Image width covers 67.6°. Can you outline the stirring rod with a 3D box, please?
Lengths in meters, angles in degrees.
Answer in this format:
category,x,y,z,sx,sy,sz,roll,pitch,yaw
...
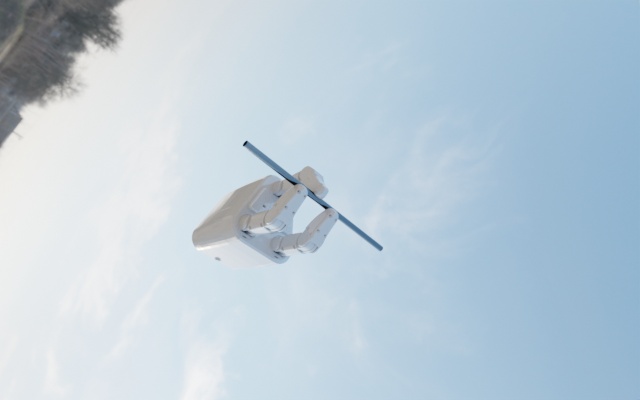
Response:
category,x,y,z,sx,sy,sz,roll,pitch,yaw
stirring rod,0.000,0.002,0.571,0.240,0.011,0.011,38,-23,-32
